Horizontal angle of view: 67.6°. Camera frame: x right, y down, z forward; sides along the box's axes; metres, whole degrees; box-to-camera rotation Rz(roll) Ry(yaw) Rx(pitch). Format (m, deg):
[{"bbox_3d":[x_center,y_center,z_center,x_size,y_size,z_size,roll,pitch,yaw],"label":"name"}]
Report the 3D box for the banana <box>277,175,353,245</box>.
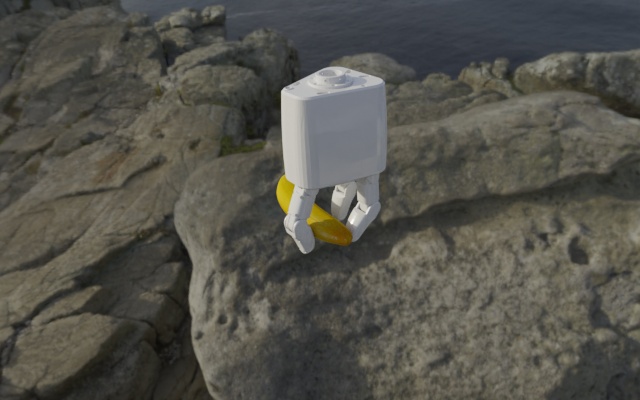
[{"bbox_3d":[-0.019,0.003,0.637,0.069,0.037,0.197,-9,29,-13],"label":"banana"}]
